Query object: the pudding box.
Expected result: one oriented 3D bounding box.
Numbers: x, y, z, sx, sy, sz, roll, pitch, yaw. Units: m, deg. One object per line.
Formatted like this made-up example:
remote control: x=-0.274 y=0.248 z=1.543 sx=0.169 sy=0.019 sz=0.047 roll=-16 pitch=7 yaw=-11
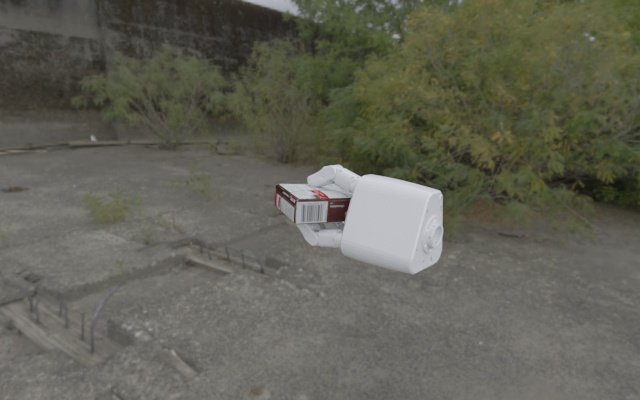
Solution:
pudding box: x=0.000 y=0.002 z=0.696 sx=0.113 sy=0.039 sz=0.090 roll=0 pitch=15 yaw=-25
